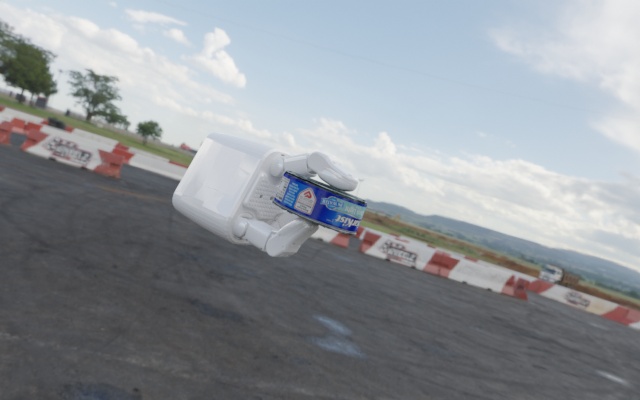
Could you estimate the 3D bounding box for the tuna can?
[{"bbox_3d":[0.000,0.001,0.454,0.086,0.034,0.086,22,4,-2],"label":"tuna can"}]
